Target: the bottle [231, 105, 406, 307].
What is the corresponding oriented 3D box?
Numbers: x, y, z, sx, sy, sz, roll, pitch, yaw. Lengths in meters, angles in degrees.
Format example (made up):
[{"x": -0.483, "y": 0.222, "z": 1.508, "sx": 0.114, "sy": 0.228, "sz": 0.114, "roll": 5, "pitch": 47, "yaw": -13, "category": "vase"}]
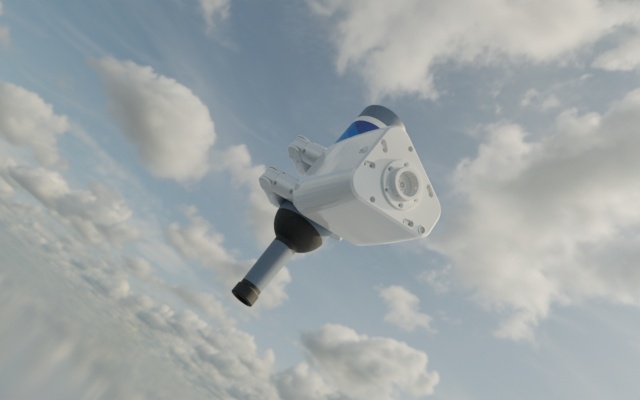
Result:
[{"x": 0.000, "y": 0.002, "z": 0.567, "sx": 0.069, "sy": 0.069, "sz": 0.295, "roll": 0, "pitch": 44, "yaw": 52, "category": "bottle"}]
